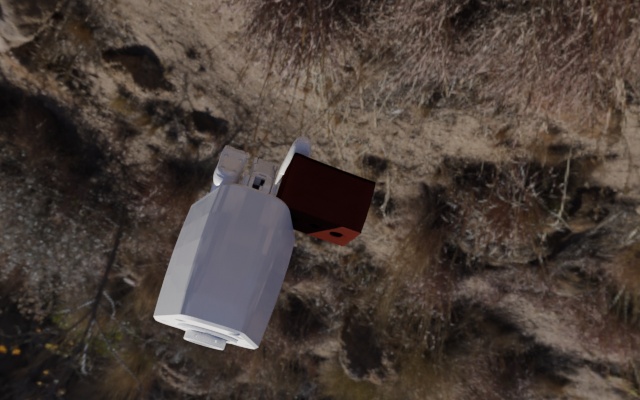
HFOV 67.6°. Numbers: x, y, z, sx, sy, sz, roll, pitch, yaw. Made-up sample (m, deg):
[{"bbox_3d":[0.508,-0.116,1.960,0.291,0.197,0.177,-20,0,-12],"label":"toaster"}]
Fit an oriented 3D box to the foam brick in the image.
[{"bbox_3d":[0.000,0.001,0.427,0.078,0.051,0.053,19,-24,-9],"label":"foam brick"}]
